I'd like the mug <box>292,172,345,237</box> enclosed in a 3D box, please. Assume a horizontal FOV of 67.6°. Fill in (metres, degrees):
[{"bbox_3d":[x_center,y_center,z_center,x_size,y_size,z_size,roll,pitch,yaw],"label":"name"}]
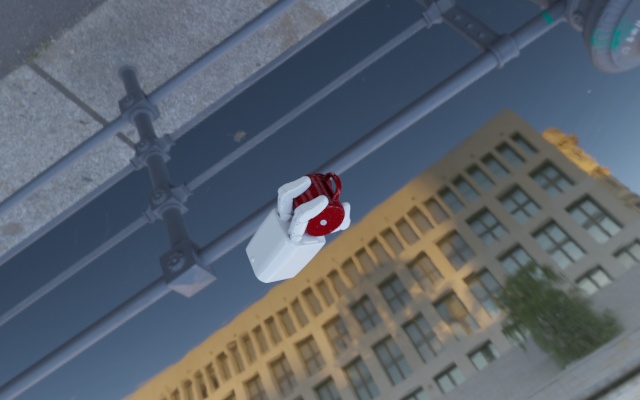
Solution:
[{"bbox_3d":[0.001,0.002,0.860,0.093,0.117,0.081,14,35,-41],"label":"mug"}]
